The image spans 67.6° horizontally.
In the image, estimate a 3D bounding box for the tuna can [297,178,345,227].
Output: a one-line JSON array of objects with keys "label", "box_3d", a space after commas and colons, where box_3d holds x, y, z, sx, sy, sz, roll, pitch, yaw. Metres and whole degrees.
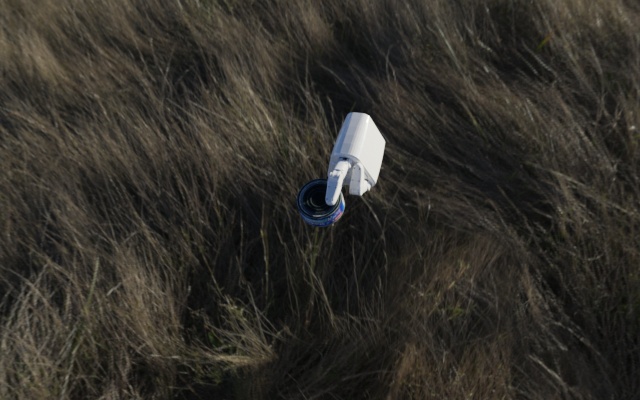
[{"label": "tuna can", "box_3d": [0.000, 0.003, 0.874, 0.086, 0.086, 0.034, 0, -27, 11]}]
